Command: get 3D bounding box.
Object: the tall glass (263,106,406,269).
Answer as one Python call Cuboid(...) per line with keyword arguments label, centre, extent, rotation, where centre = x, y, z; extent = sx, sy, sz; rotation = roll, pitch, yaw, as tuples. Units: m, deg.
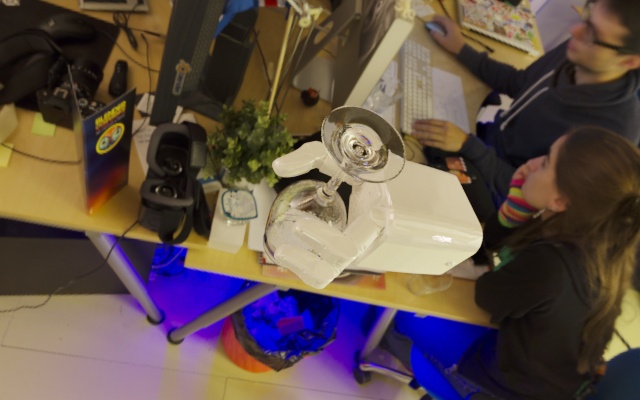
Cuboid(label="tall glass", centre=(0.000, 0.001, 0.458), extent=(0.079, 0.079, 0.201), rotation=(0, -28, -24))
